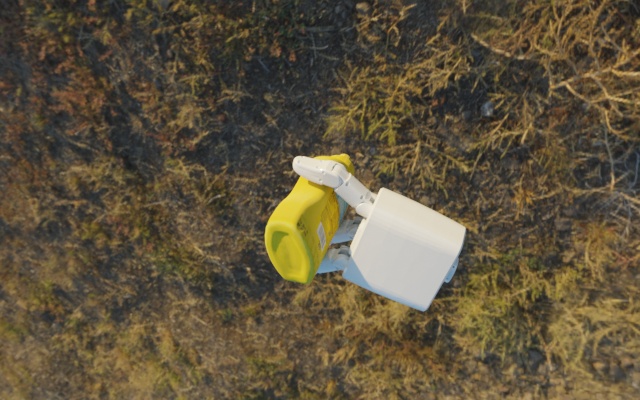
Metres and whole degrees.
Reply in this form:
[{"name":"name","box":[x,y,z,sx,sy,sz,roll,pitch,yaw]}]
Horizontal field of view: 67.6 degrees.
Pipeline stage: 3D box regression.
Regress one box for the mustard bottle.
[{"name":"mustard bottle","box":[0.000,0.002,0.583,0.058,0.096,0.191,5,40,24]}]
